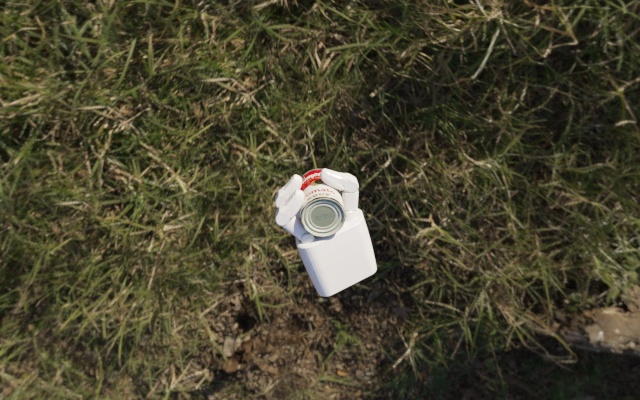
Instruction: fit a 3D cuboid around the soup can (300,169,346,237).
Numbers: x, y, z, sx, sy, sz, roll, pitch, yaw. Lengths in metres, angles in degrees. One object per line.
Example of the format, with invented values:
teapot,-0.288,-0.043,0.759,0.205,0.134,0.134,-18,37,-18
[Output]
soup can,0.000,0.002,0.733,0.068,0.068,0.102,0,27,-5
